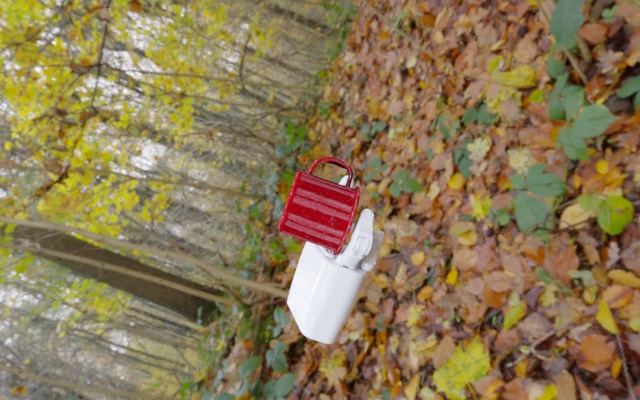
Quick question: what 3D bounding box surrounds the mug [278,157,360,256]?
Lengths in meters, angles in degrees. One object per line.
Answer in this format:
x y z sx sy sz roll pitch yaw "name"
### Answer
0.000 0.001 0.601 0.081 0.117 0.093 19 10 -5 "mug"
